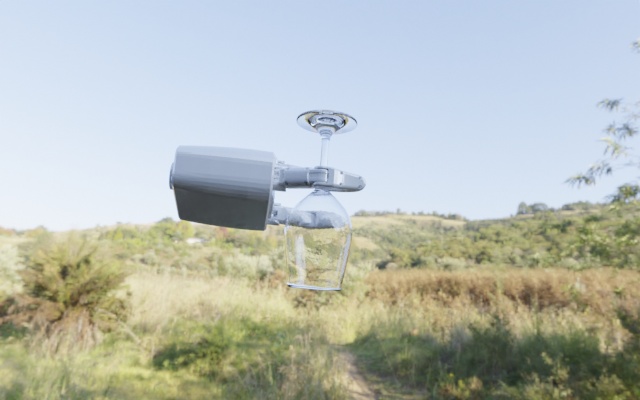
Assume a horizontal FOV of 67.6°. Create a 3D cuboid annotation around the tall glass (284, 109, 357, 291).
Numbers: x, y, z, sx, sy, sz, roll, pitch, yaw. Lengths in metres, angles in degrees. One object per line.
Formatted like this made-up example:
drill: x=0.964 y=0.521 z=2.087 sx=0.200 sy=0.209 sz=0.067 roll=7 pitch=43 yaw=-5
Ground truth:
tall glass: x=0.000 y=0.001 z=0.556 sx=0.079 sy=0.201 sz=0.079 roll=4 pitch=-12 yaw=1
